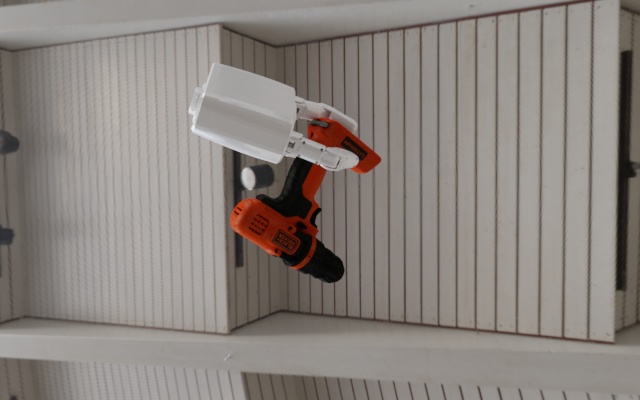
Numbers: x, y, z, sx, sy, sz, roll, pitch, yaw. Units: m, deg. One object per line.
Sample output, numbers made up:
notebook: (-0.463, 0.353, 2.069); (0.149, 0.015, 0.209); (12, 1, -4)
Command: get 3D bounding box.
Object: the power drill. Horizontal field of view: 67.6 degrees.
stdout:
power drill: (0.000, 0.002, 0.626); (0.184, 0.187, 0.057); (36, -7, -33)
